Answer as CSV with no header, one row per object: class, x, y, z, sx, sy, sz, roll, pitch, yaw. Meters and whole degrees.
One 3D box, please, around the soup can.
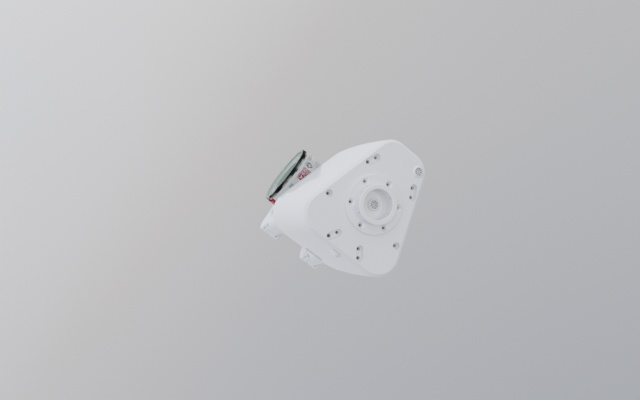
soup can,0.000,0.001,0.521,0.102,0.068,0.068,38,-10,-13
